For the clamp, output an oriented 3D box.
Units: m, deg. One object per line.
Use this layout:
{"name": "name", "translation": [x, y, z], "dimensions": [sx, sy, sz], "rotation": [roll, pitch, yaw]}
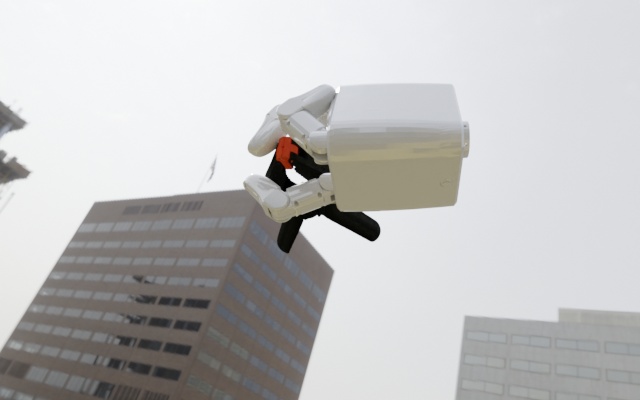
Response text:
{"name": "clamp", "translation": [0.000, 0.001, 0.496], "dimensions": [0.120, 0.039, 0.172], "rotation": [-8, -36, 3]}
